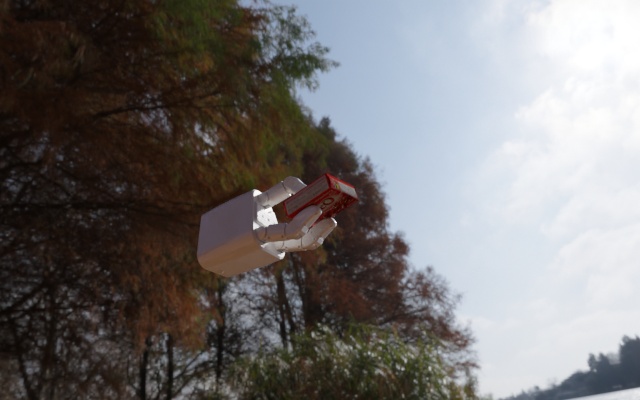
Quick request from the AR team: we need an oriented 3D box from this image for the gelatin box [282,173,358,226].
[{"bbox_3d":[0.000,0.002,0.713,0.089,0.030,0.073,-34,-33,25],"label":"gelatin box"}]
